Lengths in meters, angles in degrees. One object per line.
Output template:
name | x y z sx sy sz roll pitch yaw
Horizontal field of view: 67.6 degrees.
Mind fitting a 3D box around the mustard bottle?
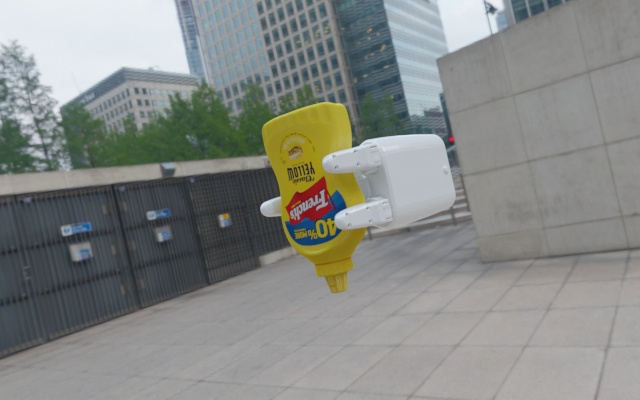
mustard bottle | 0.000 0.001 0.502 0.096 0.191 0.058 -13 -1 32
